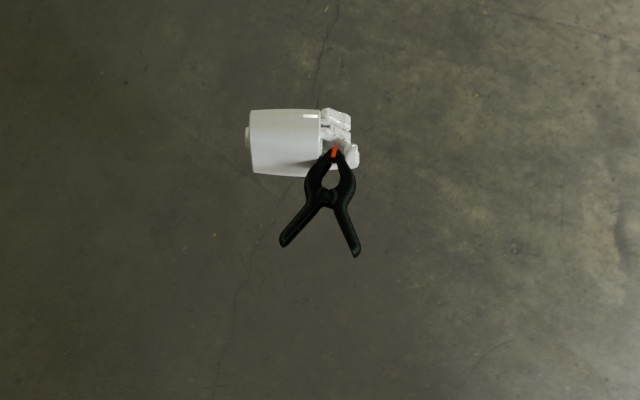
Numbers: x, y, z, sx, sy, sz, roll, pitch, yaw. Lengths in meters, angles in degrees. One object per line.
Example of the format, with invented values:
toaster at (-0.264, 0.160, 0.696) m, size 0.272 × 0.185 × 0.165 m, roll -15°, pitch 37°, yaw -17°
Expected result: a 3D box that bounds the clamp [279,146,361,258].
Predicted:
clamp at (0.000, 0.002, 0.716) m, size 0.120 × 0.171 × 0.039 m, roll 1°, pitch -21°, yaw 0°
